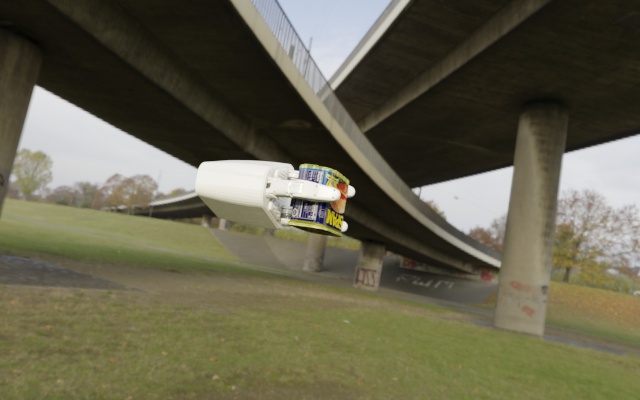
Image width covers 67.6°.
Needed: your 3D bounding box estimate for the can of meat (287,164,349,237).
[{"bbox_3d":[0.000,0.002,0.668,0.057,0.084,0.102,7,-9,21],"label":"can of meat"}]
